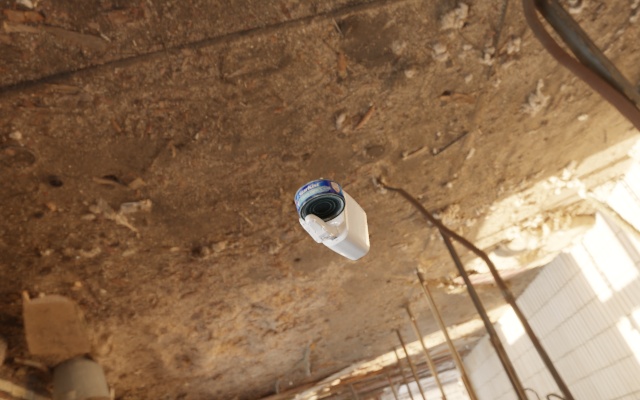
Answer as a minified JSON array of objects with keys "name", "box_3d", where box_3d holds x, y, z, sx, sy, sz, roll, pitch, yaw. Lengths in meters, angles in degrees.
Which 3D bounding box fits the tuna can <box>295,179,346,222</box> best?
[{"name":"tuna can","box_3d":[0.000,0.003,0.829,0.086,0.033,0.086,-11,-37,-8]}]
